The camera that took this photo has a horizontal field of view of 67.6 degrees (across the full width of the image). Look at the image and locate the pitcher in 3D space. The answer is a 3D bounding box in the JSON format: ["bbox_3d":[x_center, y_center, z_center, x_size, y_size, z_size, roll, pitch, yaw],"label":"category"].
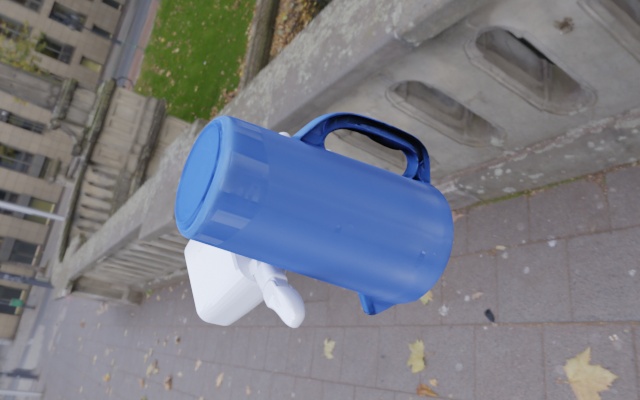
[{"bbox_3d":[0.000,0.002,0.453,0.243,0.149,0.145,19,-45,-30],"label":"pitcher"}]
